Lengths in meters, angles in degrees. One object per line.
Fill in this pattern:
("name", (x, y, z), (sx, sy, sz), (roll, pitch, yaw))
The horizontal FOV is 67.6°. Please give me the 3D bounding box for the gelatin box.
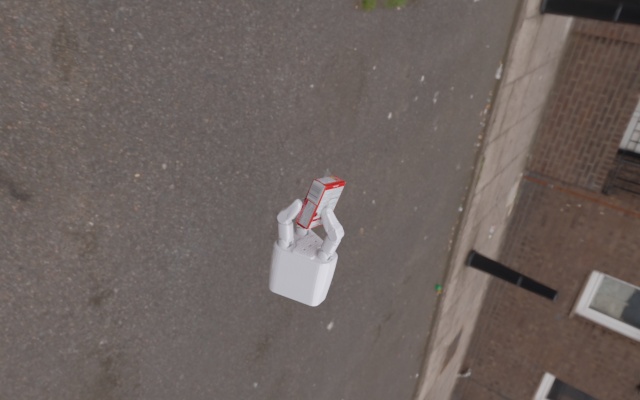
("gelatin box", (0.001, 0.003, 0.831), (0.030, 0.089, 0.073), (33, 23, 22))
